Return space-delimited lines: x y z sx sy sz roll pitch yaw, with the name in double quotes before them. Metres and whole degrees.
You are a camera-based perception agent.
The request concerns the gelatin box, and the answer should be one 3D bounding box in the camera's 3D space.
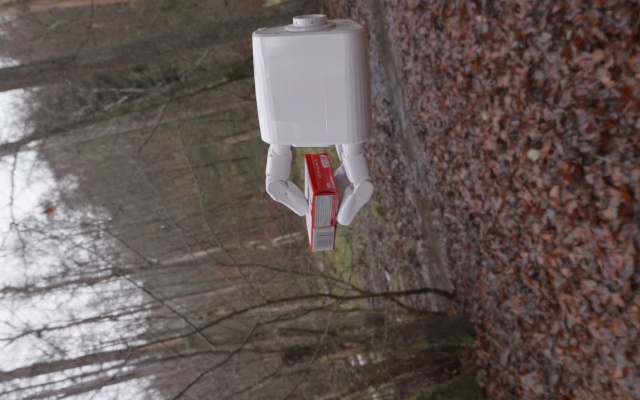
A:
"gelatin box" 0.000 0.002 0.544 0.030 0.089 0.073 -3 40 -7
